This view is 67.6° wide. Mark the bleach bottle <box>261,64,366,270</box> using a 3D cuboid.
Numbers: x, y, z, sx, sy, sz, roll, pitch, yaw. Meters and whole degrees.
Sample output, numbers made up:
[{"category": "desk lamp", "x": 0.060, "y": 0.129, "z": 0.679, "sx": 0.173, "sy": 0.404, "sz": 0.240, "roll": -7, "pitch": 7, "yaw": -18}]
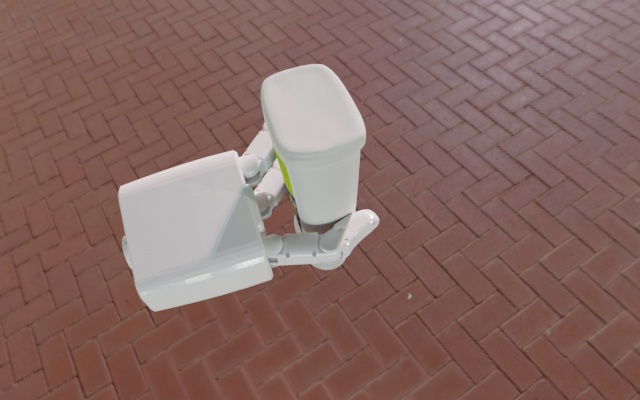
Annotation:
[{"category": "bleach bottle", "x": 0.000, "y": 0.001, "z": 0.455, "sx": 0.068, "sy": 0.102, "sz": 0.251, "roll": -16, "pitch": -36, "yaw": -7}]
